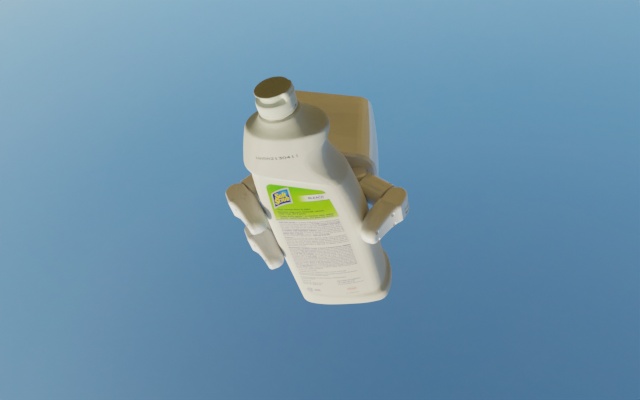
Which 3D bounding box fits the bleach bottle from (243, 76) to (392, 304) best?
[{"bbox_3d":[0.000,0.001,0.434,0.102,0.068,0.251,-6,-44,11],"label":"bleach bottle"}]
